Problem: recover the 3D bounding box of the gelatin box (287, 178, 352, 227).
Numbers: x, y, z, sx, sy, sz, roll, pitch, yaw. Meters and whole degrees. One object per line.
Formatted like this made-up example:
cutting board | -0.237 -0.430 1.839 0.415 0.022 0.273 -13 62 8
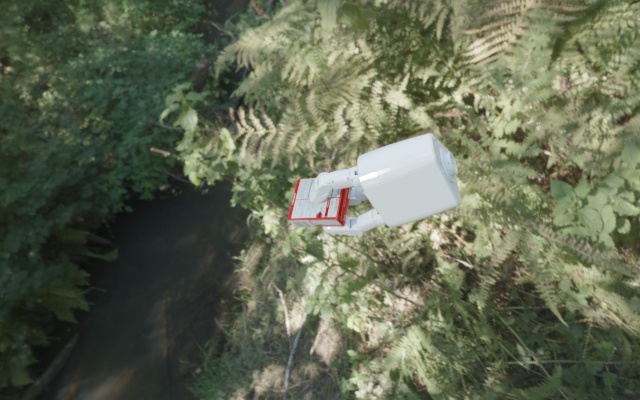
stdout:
gelatin box | 0.000 0.002 0.723 0.089 0.073 0.030 -3 -29 29
